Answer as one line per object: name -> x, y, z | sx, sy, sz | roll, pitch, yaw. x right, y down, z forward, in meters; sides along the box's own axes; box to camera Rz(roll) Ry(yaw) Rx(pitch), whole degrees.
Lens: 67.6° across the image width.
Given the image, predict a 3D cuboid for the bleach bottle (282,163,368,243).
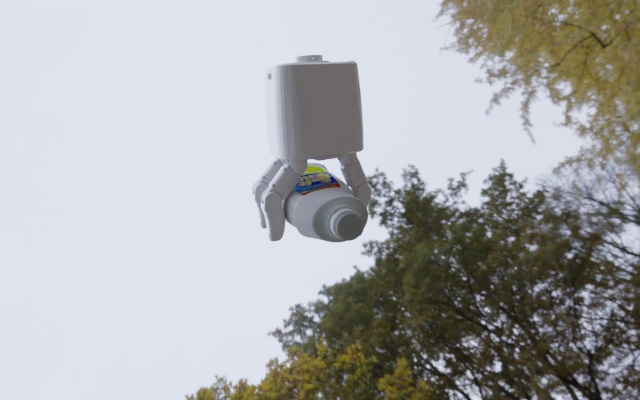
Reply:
bleach bottle -> 0.000, 0.002, 0.587 | 0.102, 0.068, 0.250 | -6, 13, -17
